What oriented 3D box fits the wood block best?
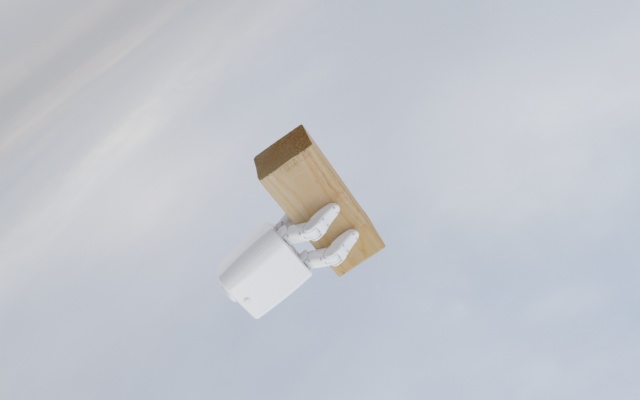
[{"bbox_3d":[0.000,0.003,0.714,0.090,0.206,0.090,-34,29,5],"label":"wood block"}]
